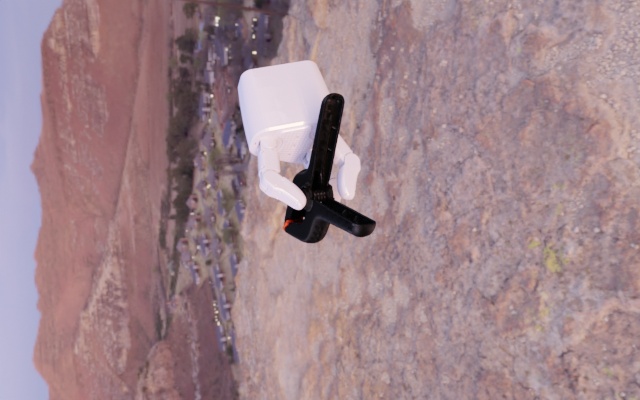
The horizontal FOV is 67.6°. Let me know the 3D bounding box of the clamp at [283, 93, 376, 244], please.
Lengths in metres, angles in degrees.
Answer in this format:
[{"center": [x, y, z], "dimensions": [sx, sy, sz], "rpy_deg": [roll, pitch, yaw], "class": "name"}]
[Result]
[{"center": [-0.001, 0.002, 0.566], "dimensions": [0.036, 0.164, 0.210], "rpy_deg": [-2, -30, -24], "class": "clamp"}]
